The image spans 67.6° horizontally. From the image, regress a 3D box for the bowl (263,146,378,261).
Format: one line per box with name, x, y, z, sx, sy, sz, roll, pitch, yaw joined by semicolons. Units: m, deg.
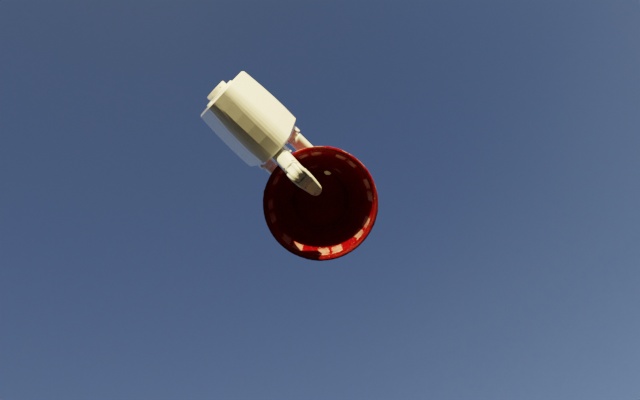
bowl;0.001;0.003;0.691;0.162;0.162;0.055;0;7;0
